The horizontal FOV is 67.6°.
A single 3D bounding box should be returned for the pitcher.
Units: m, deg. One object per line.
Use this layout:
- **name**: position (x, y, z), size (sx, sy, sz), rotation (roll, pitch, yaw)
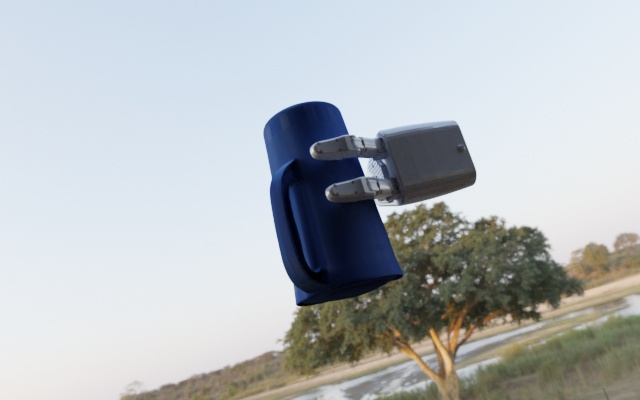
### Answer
- **pitcher**: position (0.000, 0.002, 0.592), size (0.145, 0.242, 0.149), rotation (-12, -17, -13)
